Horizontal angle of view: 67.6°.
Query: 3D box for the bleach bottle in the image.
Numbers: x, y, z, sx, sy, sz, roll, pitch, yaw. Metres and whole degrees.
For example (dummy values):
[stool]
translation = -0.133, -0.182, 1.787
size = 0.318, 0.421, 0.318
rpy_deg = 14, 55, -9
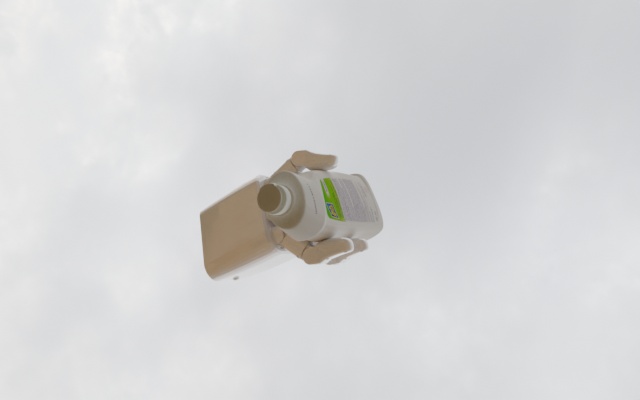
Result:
[bleach bottle]
translation = 0.000, 0.002, 0.583
size = 0.068, 0.102, 0.251
rpy_deg = -29, -17, 20
